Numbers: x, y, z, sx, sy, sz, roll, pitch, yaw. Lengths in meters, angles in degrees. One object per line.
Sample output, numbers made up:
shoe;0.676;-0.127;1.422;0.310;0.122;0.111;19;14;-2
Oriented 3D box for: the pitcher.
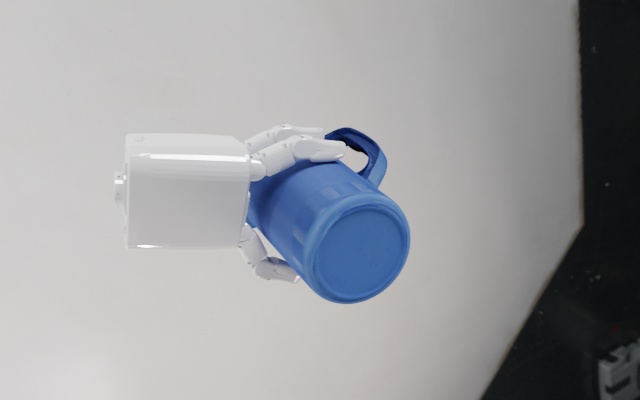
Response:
pitcher;0.000;0.002;0.521;0.145;0.149;0.242;2;17;-24
